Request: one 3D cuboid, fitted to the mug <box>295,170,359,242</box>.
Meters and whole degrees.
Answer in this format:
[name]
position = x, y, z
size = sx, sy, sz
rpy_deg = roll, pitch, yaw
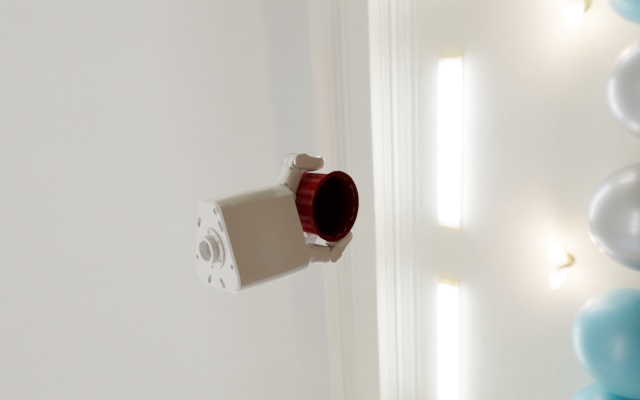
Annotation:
[mug]
position = 0.001, 0.002, 0.652
size = 0.081, 0.093, 0.117
rpy_deg = 8, 14, 43
